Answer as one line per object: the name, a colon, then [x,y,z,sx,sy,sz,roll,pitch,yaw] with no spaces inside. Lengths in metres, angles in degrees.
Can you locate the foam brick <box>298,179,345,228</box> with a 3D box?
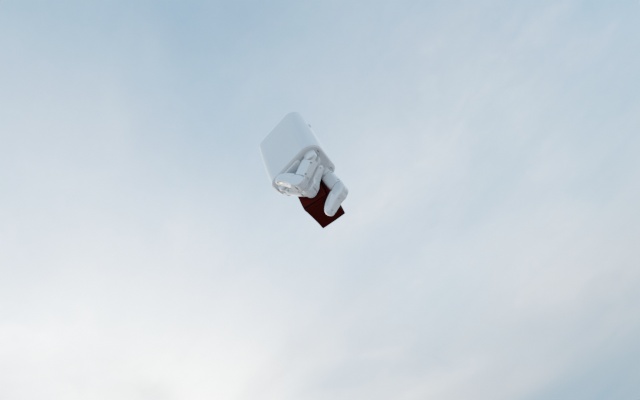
foam brick: [0.000,0.003,0.862,0.053,0.051,0.078,-33,-39,7]
